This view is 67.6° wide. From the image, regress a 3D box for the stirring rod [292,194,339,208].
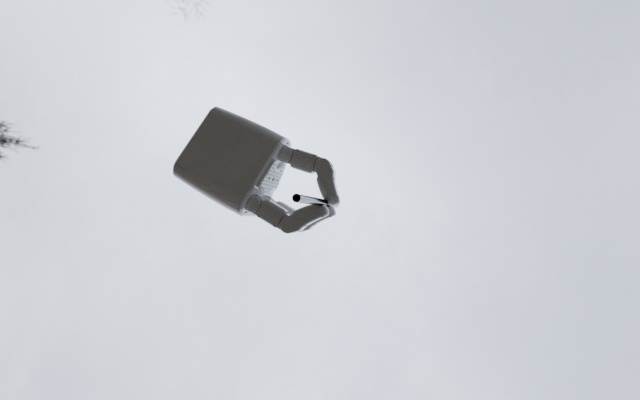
[{"bbox_3d":[0.000,0.002,0.554,0.011,0.011,0.239,0,-2,11],"label":"stirring rod"}]
